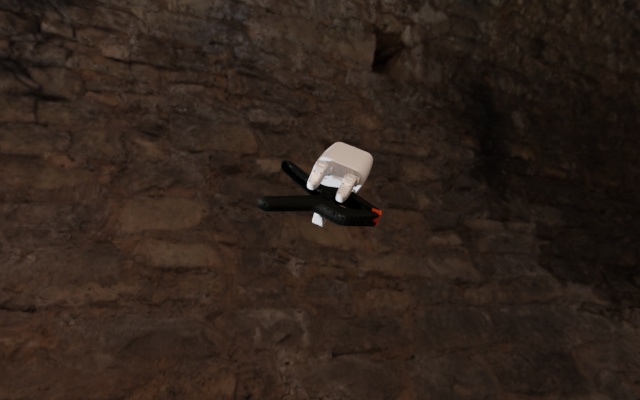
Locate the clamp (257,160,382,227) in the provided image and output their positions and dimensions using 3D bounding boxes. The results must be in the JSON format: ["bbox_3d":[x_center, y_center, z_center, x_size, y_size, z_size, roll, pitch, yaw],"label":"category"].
[{"bbox_3d":[0.000,0.003,0.829,0.210,0.036,0.164,23,33,7],"label":"clamp"}]
